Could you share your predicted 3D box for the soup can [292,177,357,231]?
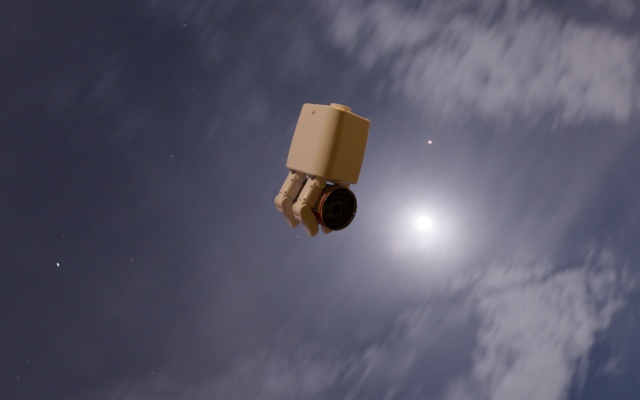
[{"bbox_3d":[0.000,0.003,0.762,0.068,0.068,0.102,0,12,-37],"label":"soup can"}]
